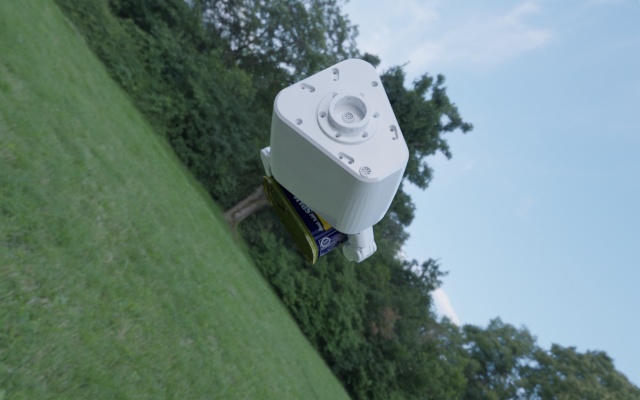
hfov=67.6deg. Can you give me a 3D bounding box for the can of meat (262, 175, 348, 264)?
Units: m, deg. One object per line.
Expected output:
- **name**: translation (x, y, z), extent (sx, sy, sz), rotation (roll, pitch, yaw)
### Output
- **can of meat**: translation (0.000, 0.002, 0.507), extent (0.084, 0.102, 0.057), rotation (-29, -21, -16)
